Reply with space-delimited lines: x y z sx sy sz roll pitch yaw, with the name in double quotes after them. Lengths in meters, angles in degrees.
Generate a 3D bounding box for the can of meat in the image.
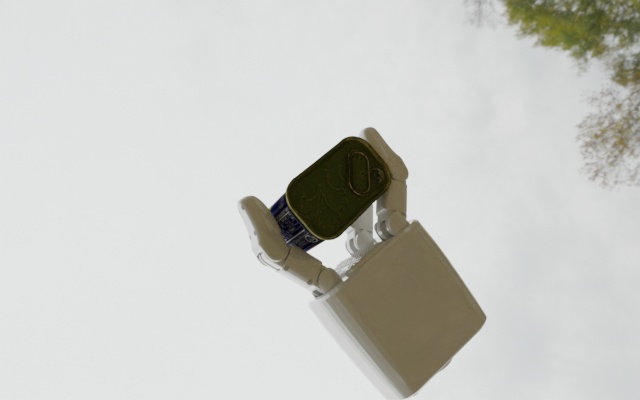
0.000 0.001 0.419 0.102 0.057 0.084 -42 2 -34 "can of meat"
